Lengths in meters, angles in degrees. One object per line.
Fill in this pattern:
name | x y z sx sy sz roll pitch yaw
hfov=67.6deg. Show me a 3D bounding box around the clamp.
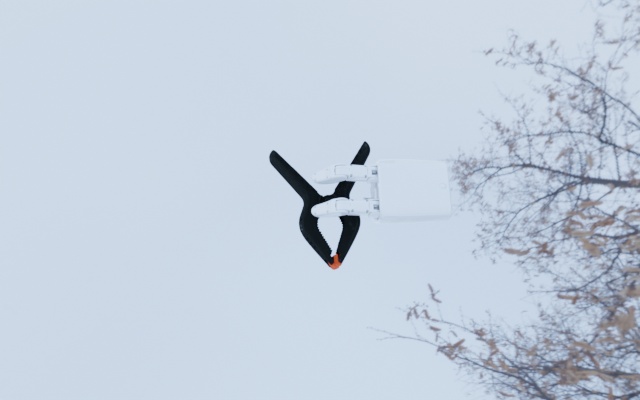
clamp | 0.000 0.003 0.747 0.164 0.210 0.036 0 -20 -1
